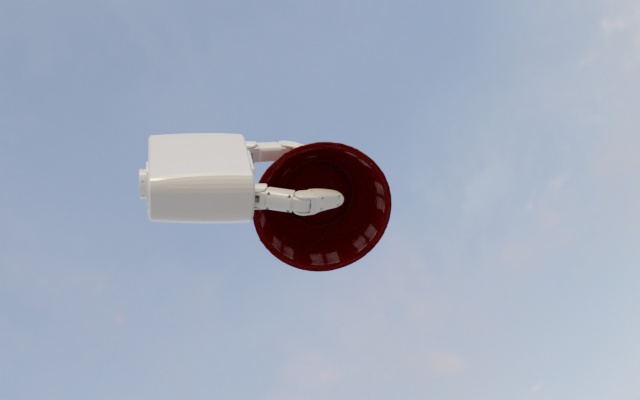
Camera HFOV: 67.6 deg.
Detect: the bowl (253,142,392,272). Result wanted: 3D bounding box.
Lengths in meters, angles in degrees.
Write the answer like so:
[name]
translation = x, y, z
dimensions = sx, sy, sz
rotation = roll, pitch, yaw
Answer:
[bowl]
translation = 0.001, 0.002, 0.570
dimensions = 0.162, 0.162, 0.055
rotation = 0, 22, -7
